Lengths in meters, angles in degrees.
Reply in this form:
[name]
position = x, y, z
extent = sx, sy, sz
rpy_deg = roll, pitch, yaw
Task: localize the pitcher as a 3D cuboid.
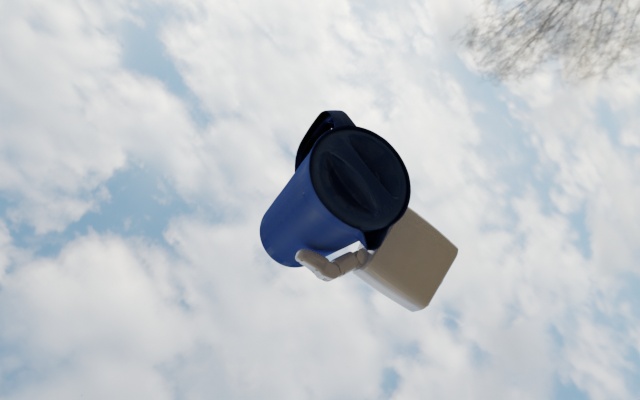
[pitcher]
position = 0.000, 0.002, 0.648
extent = 0.145, 0.149, 0.243
rpy_deg = 36, -32, -9
